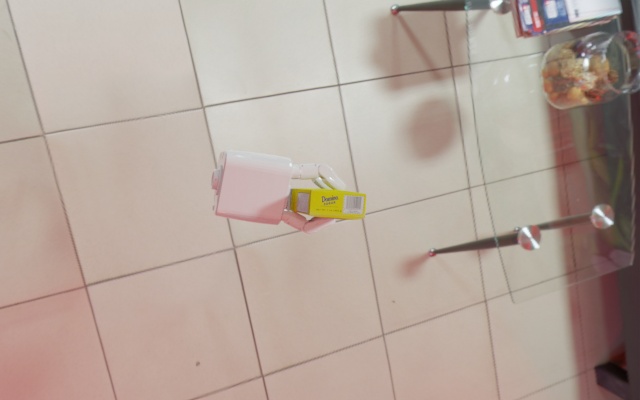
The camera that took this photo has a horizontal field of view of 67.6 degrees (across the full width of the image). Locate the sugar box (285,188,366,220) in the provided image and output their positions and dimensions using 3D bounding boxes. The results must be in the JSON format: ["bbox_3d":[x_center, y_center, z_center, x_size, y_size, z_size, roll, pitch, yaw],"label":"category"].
[{"bbox_3d":[0.000,0.002,0.798,0.093,0.048,0.176,5,3,-19],"label":"sugar box"}]
